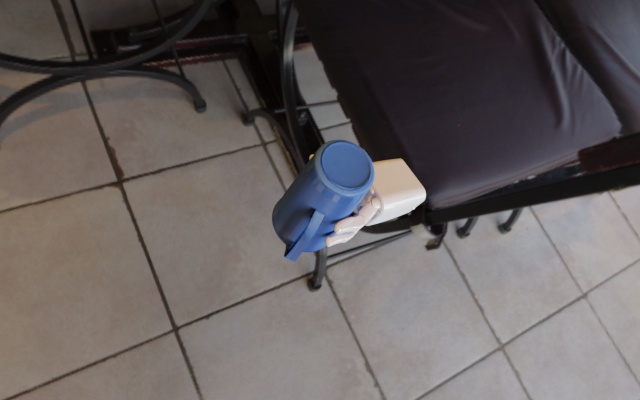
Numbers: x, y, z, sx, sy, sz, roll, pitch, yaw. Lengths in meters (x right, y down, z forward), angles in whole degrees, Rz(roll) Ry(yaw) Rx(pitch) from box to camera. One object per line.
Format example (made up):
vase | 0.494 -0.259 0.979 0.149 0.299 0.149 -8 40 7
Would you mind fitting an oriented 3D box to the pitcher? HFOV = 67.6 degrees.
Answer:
pitcher | 0.000 0.003 0.873 0.145 0.149 0.243 -14 -20 -26
